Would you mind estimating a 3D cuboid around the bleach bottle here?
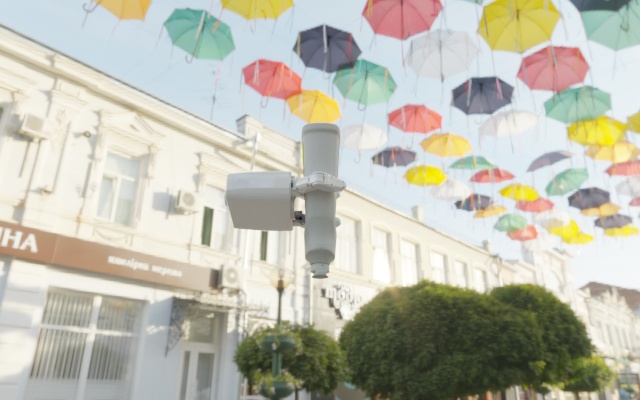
[{"bbox_3d":[0.000,0.003,0.798,0.068,0.250,0.103,0,-22,1],"label":"bleach bottle"}]
